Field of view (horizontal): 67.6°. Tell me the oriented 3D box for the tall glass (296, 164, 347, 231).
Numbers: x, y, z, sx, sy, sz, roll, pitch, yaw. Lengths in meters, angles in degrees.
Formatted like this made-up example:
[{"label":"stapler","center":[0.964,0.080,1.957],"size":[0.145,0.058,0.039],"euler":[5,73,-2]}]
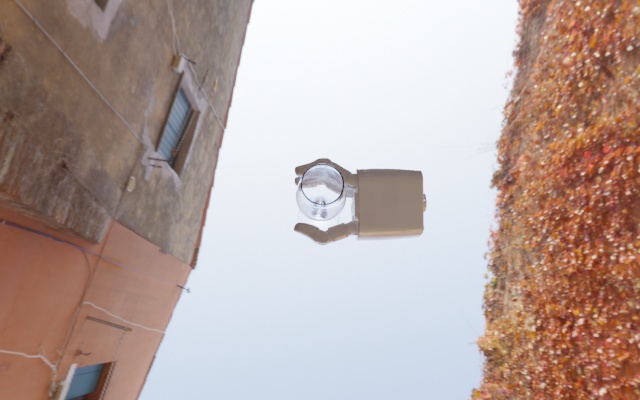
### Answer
[{"label":"tall glass","center":[0.000,0.003,0.768],"size":[0.079,0.079,0.201],"euler":[0,-15,-1]}]
